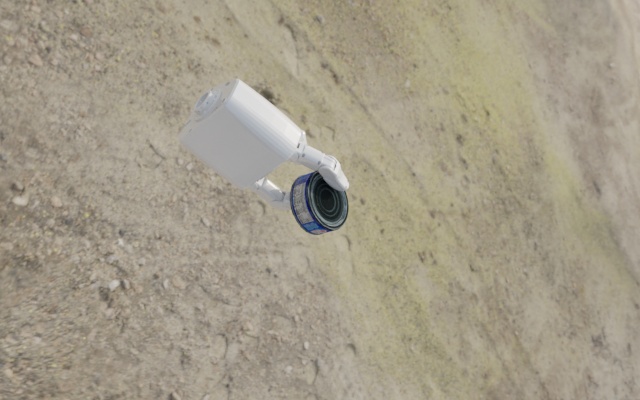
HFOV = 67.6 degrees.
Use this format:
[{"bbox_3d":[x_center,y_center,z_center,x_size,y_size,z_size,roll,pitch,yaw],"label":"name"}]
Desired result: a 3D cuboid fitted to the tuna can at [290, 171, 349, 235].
[{"bbox_3d":[0.001,0.002,0.647,0.034,0.086,0.086,-17,-11,39],"label":"tuna can"}]
